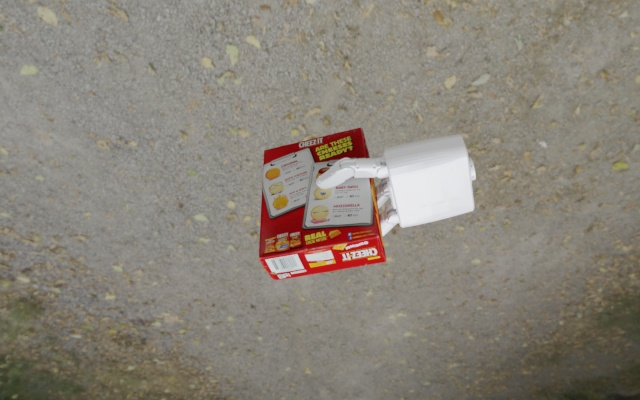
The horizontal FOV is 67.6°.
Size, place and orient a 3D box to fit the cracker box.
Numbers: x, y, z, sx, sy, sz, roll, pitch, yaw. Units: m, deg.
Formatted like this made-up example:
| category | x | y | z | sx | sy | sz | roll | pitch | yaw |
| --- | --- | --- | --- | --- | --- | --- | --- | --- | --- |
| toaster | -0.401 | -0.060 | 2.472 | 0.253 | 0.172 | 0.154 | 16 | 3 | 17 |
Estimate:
| category | x | y | z | sx | sy | sz | roll | pitch | yaw |
| --- | --- | --- | --- | --- | --- | --- | --- | --- | --- |
| cracker box | 0.000 | 0.002 | 0.704 | 0.164 | 0.213 | 0.072 | -12 | -42 | 9 |
